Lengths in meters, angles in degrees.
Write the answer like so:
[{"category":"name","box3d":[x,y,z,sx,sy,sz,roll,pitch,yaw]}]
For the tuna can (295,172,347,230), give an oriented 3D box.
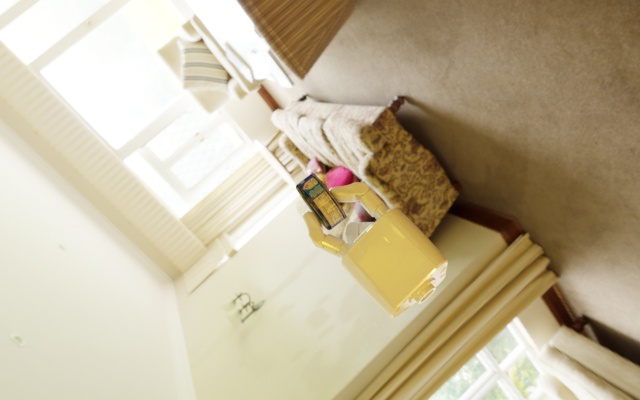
[{"category":"tuna can","box3d":[0.000,0.003,0.709,0.034,0.086,0.086,-37,4,-5]}]
